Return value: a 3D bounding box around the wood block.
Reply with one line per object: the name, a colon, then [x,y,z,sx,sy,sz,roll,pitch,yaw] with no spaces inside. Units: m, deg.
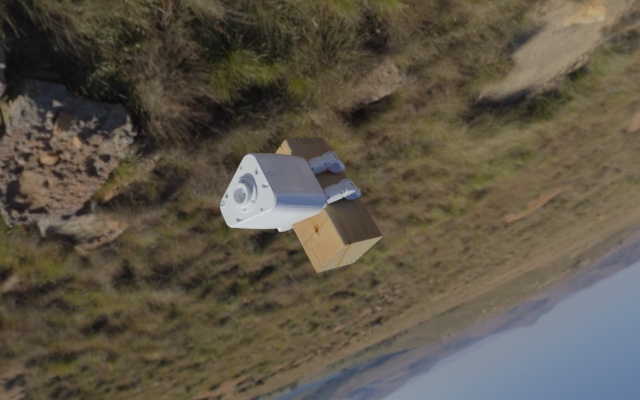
wood block: [0.000,0.003,0.796,0.090,0.206,0.091,-9,-29,-42]
